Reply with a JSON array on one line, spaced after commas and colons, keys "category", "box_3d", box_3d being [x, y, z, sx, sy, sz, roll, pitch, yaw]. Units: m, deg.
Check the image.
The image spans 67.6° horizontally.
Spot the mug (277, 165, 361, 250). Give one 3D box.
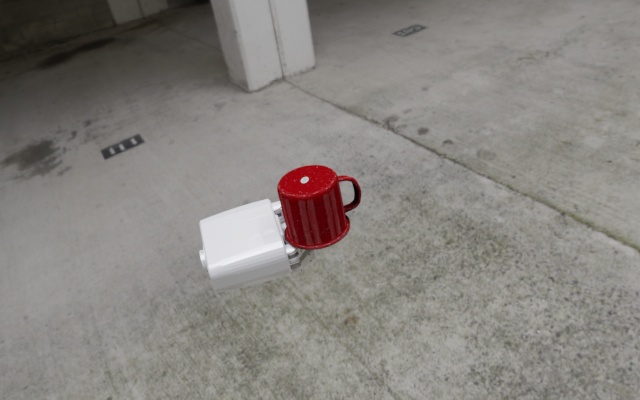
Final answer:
[{"category": "mug", "box_3d": [0.001, 0.002, 0.641, 0.117, 0.081, 0.093, -18, 33, -10]}]
